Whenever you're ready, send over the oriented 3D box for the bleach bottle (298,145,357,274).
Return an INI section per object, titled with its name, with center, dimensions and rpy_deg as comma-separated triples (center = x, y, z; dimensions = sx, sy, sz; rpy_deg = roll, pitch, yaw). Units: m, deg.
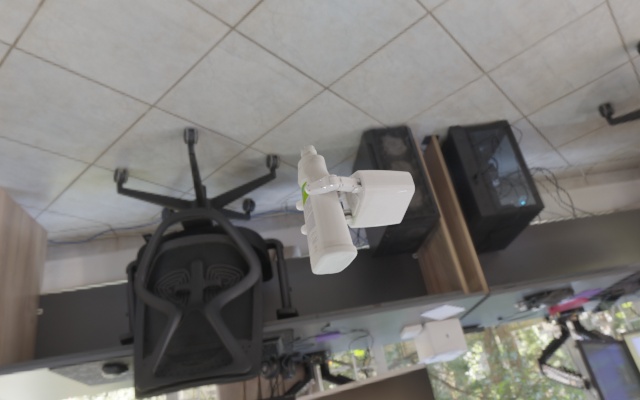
[bleach bottle]
center = 0.000, 0.003, 0.886
dimensions = 0.068, 0.250, 0.103
rpy_deg = -1, -29, -20
